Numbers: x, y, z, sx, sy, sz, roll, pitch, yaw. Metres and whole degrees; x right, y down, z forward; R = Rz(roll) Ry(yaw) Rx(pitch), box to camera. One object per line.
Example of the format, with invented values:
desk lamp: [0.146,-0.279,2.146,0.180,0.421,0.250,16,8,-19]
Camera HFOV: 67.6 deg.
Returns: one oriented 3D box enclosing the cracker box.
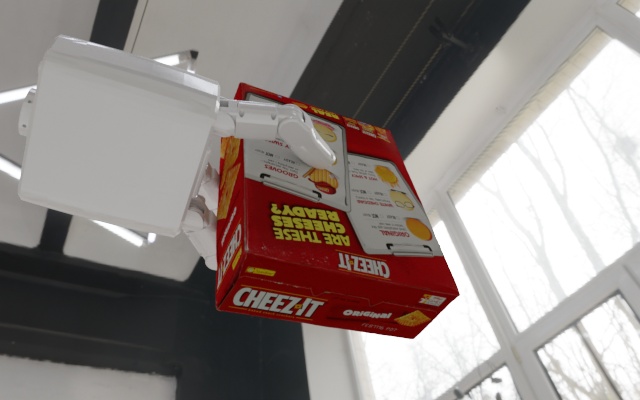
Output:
cracker box: [0.000,0.001,0.404,0.164,0.072,0.213,14,38,-22]
